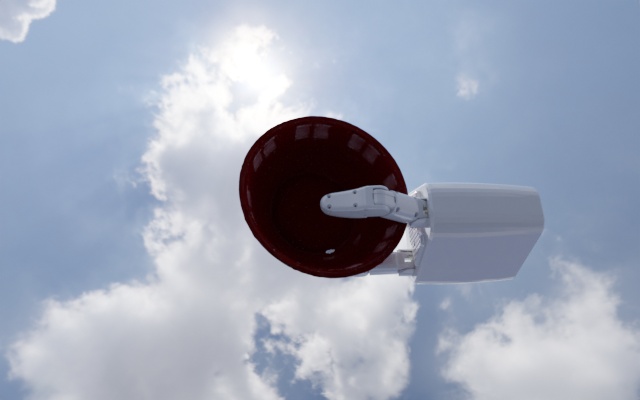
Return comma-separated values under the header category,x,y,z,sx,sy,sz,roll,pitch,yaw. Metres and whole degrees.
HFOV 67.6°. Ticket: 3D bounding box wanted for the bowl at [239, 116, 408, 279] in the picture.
category,x,y,z,sx,sy,sz,roll,pitch,yaw
bowl,-0.001,0.001,0.459,0.162,0.162,0.055,0,-23,-16
